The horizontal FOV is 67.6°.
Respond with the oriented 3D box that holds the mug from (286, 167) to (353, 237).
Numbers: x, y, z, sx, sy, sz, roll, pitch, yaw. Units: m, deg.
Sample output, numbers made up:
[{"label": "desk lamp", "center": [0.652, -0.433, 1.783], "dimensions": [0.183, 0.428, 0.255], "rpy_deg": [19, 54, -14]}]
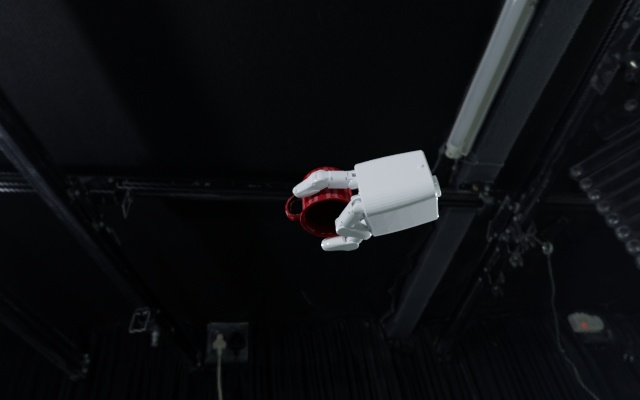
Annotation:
[{"label": "mug", "center": [-0.001, 0.003, 0.780], "dimensions": [0.117, 0.081, 0.093], "rpy_deg": [-14, -45, 8]}]
